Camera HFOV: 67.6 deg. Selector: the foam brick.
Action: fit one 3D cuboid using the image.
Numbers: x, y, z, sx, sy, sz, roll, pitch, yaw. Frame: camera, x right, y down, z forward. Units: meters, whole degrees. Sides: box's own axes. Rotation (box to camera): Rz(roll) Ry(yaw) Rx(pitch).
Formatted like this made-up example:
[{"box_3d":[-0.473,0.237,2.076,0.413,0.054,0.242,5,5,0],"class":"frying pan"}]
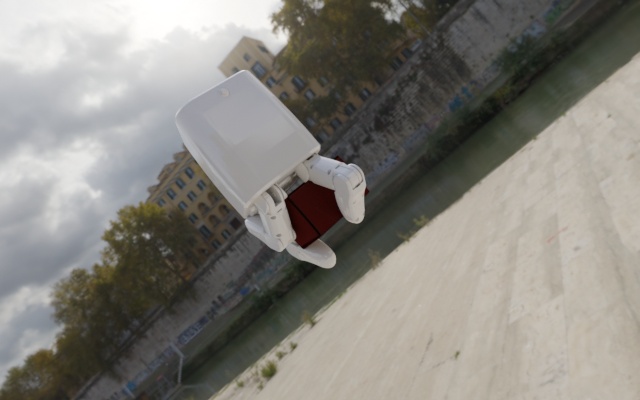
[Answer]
[{"box_3d":[0.000,0.002,0.484,0.078,0.051,0.053,-40,-1,-31],"class":"foam brick"}]
